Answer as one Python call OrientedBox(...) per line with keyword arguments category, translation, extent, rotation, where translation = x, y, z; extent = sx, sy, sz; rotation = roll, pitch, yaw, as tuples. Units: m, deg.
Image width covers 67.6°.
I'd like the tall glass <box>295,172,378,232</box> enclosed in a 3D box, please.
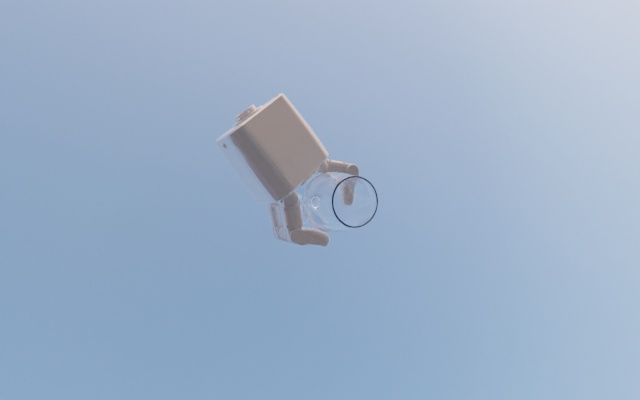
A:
OrientedBox(category="tall glass", translation=(0.000, 0.002, 0.650), extent=(0.079, 0.079, 0.201), rotation=(0, 0, -25))
